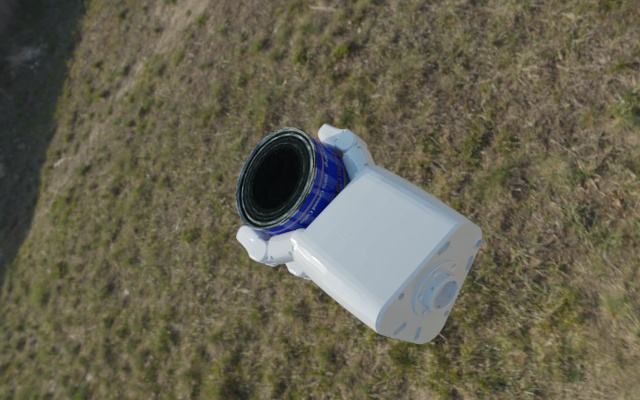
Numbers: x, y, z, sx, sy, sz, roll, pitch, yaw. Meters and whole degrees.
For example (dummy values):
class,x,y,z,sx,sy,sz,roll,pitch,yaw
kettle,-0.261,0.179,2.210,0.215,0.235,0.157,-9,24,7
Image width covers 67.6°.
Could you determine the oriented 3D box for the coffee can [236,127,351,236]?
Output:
class,x,y,z,sx,sy,sz,roll,pitch,yaw
coffee can,0.000,0.002,0.489,0.103,0.102,0.140,0,-19,42
